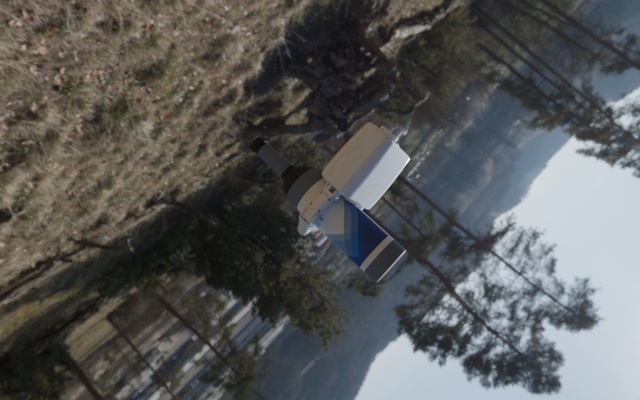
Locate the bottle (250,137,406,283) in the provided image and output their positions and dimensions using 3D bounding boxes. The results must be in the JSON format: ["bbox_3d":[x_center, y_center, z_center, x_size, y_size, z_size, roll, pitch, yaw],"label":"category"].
[{"bbox_3d":[0.000,0.003,0.747,0.295,0.069,0.069,42,12,13],"label":"bottle"}]
